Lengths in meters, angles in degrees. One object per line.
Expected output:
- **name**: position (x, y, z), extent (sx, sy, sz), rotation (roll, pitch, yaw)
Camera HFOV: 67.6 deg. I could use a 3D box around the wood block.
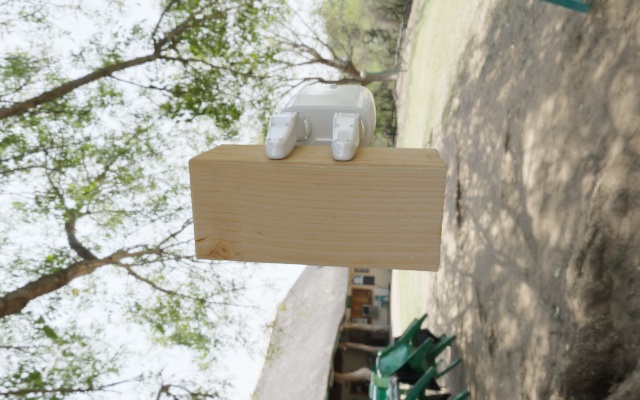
- **wood block**: position (0.000, 0.002, 0.428), extent (0.206, 0.091, 0.090), rotation (2, 16, 7)
